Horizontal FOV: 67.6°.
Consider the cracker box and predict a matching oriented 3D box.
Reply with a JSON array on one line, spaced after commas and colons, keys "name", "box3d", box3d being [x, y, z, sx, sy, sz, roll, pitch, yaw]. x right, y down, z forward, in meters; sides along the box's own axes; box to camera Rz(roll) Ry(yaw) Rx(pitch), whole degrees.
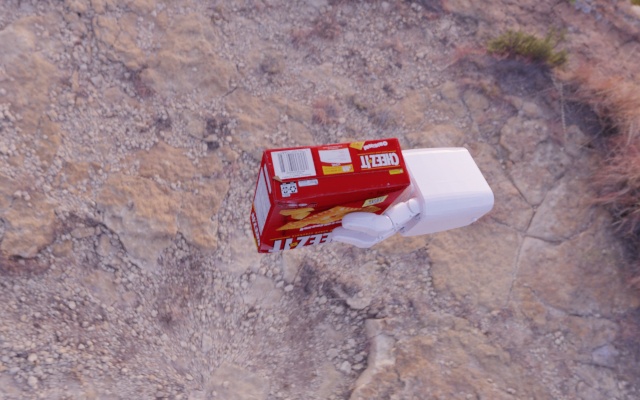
[{"name": "cracker box", "box3d": [0.000, 0.002, 0.628, 0.164, 0.072, 0.214, -7, -20, -15]}]
